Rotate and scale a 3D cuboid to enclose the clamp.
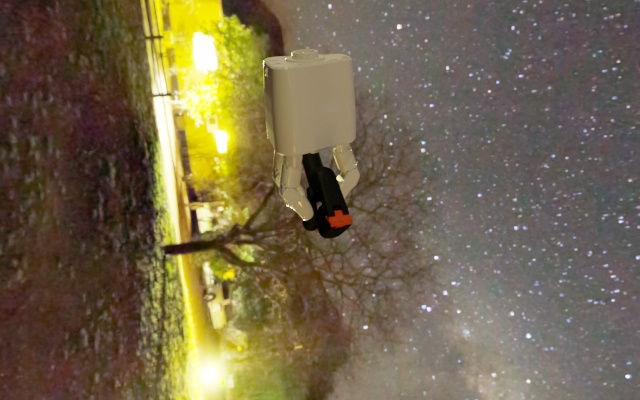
[{"bbox_3d":[0.001,0.002,0.655,0.036,0.165,0.210,-9,26,-11],"label":"clamp"}]
